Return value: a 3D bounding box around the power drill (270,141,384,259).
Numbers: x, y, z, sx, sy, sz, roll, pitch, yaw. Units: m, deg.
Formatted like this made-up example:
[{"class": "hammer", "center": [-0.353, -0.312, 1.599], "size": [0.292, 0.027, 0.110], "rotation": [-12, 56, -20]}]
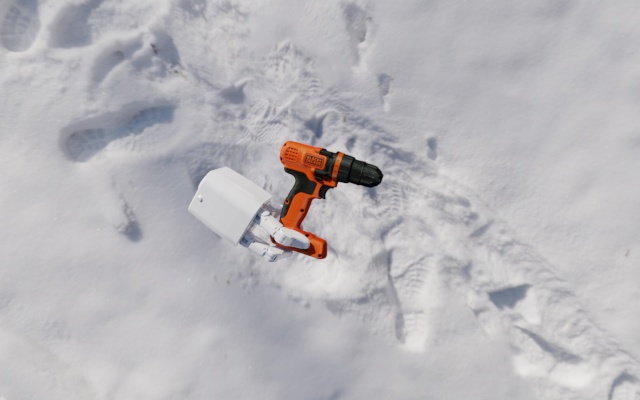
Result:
[{"class": "power drill", "center": [0.000, 0.003, 0.834], "size": [0.184, 0.187, 0.057], "rotation": [17, 4, 11]}]
